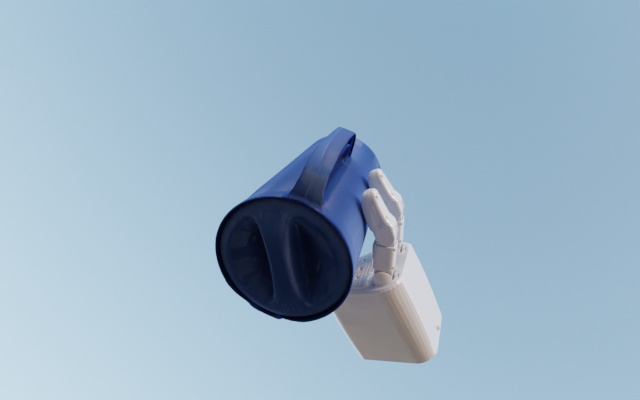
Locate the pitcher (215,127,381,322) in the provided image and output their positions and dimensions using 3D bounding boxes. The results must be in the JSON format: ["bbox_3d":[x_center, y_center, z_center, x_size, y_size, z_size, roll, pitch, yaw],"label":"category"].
[{"bbox_3d":[0.000,0.002,0.527,0.149,0.145,0.242,-21,17,25],"label":"pitcher"}]
